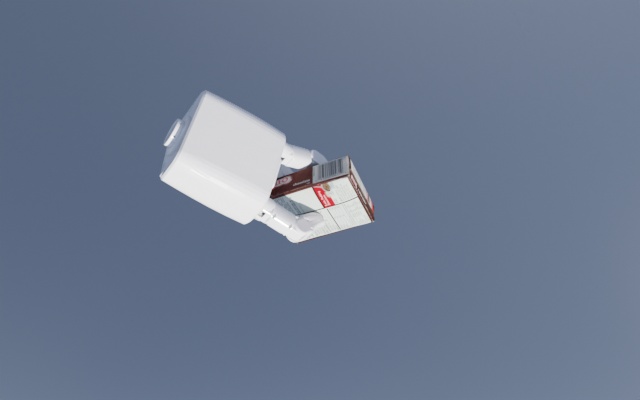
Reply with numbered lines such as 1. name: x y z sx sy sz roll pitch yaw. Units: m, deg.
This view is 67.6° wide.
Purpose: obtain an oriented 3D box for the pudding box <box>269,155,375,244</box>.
1. pudding box: 0.000 0.002 0.594 0.113 0.039 0.090 -15 -47 18
